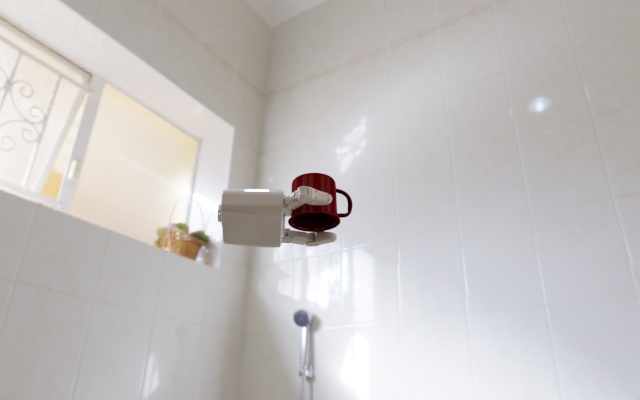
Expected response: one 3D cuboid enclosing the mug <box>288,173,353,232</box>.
[{"bbox_3d":[0.002,0.003,0.858,0.117,0.081,0.093,2,-25,-6],"label":"mug"}]
